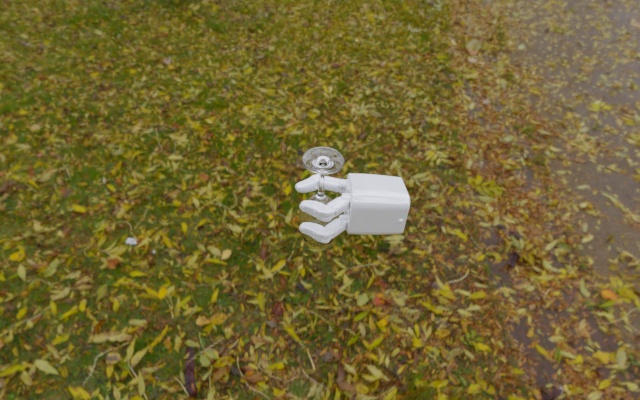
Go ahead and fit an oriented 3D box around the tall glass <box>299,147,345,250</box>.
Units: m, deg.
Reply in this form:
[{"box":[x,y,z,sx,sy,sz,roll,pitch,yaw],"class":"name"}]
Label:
[{"box":[0.000,0.002,0.887,0.079,0.201,0.079,2,43,-2],"class":"tall glass"}]
